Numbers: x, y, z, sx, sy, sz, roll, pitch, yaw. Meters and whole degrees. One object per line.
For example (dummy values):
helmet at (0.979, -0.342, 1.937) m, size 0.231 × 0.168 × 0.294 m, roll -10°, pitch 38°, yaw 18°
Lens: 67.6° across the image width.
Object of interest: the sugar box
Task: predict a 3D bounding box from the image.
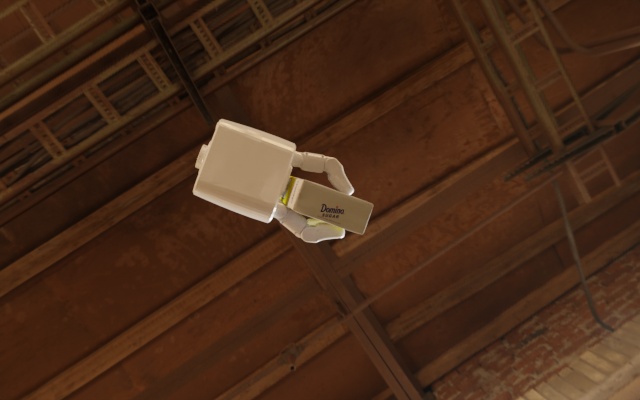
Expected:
sugar box at (0.000, 0.003, 0.644) m, size 0.093 × 0.048 × 0.176 m, roll 19°, pitch 3°, yaw -11°
